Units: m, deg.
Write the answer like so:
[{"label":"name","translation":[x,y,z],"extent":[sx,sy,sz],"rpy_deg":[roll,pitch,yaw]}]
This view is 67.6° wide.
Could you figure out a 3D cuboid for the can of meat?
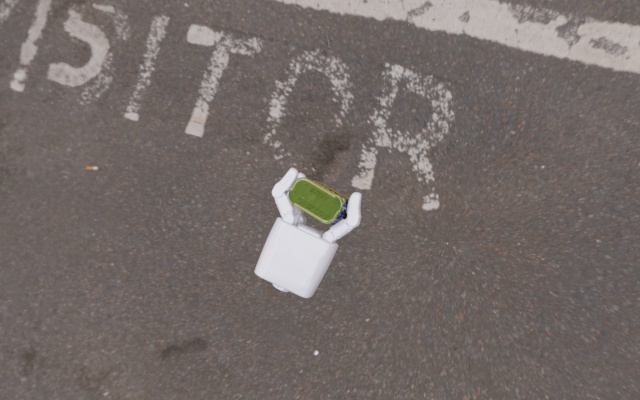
[{"label":"can of meat","translation":[0.000,0.003,0.840],"extent":[0.102,0.057,0.084],"rpy_deg":[30,4,15]}]
